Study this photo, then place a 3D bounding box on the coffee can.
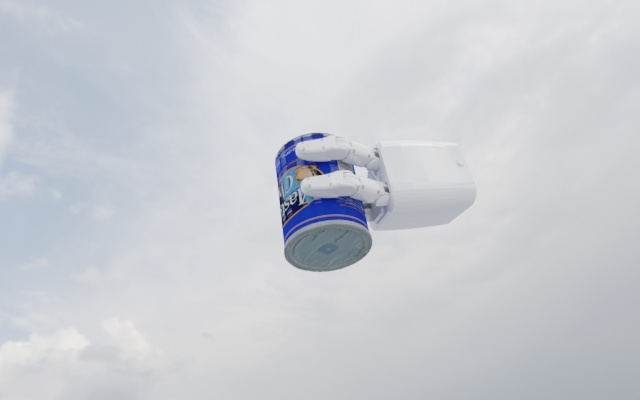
[{"bbox_3d":[0.000,0.002,0.588,0.103,0.140,0.103,-6,-37,-5],"label":"coffee can"}]
